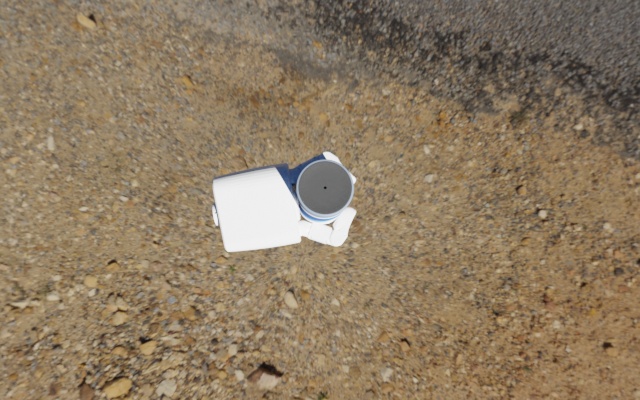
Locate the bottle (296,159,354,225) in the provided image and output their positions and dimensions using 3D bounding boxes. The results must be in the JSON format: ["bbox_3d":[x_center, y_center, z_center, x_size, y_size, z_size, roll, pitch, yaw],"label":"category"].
[{"bbox_3d":[0.000,0.002,0.691,0.069,0.069,0.296,0,-7,-2],"label":"bottle"}]
